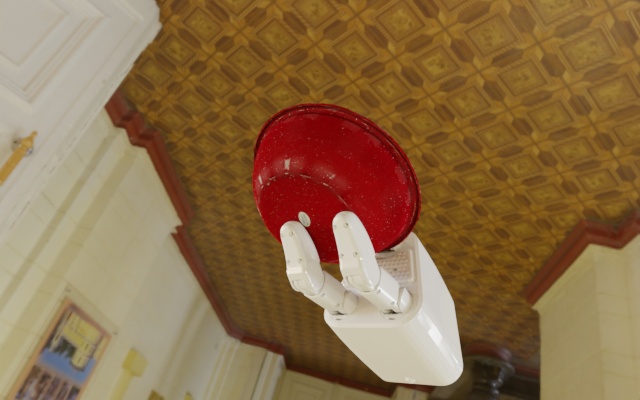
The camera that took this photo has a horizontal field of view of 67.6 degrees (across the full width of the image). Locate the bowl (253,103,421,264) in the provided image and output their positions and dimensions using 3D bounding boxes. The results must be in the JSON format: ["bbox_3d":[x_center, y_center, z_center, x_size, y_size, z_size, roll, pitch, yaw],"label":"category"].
[{"bbox_3d":[-0.001,0.001,0.409,0.162,0.162,0.055,0,35,31],"label":"bowl"}]
